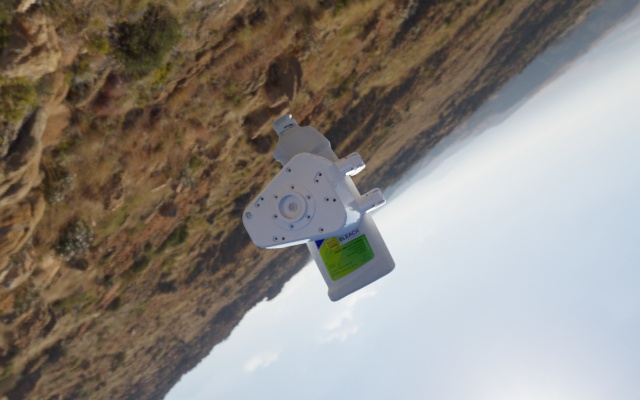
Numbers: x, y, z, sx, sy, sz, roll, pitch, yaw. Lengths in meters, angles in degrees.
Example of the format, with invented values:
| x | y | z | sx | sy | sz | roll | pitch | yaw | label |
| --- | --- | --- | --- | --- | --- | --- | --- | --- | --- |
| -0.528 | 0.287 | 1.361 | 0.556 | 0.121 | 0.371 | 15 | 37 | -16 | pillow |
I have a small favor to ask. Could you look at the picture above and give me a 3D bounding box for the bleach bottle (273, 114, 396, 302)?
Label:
| x | y | z | sx | sy | sz | roll | pitch | yaw | label |
| --- | --- | --- | --- | --- | --- | --- | --- | --- | --- |
| 0.000 | 0.002 | 0.646 | 0.102 | 0.251 | 0.068 | -30 | -6 | 8 | bleach bottle |
